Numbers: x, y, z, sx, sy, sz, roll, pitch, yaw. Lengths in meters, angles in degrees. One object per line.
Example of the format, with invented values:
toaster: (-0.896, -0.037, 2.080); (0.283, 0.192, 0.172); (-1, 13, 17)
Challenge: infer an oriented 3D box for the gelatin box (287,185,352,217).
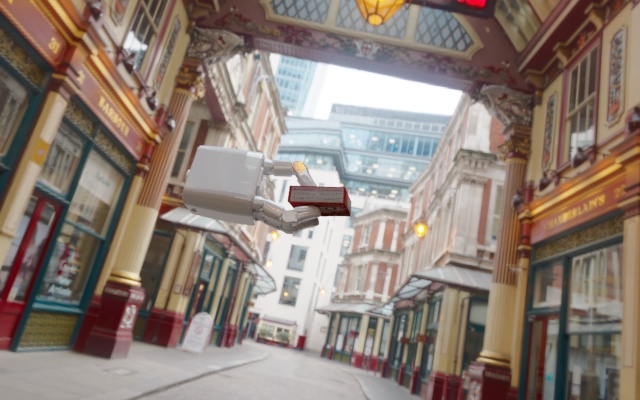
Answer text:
gelatin box: (0.000, 0.002, 0.742); (0.089, 0.030, 0.073); (1, -17, 11)
